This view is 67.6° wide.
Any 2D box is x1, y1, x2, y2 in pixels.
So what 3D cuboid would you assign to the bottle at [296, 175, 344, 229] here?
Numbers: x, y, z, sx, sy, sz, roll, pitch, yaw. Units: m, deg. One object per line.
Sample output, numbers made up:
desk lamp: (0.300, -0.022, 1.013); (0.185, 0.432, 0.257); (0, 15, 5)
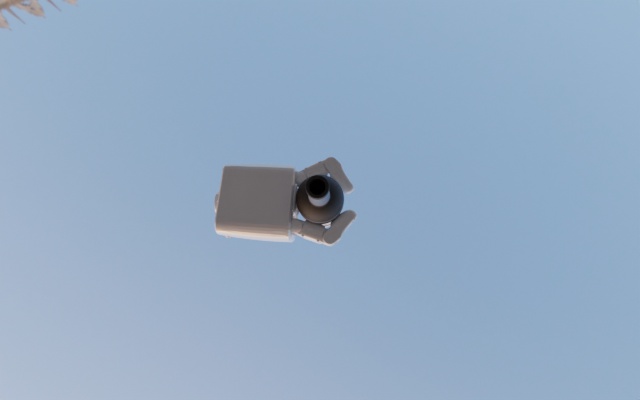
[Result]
bottle: (0.000, 0.002, 0.687); (0.069, 0.069, 0.296); (0, -7, 1)
